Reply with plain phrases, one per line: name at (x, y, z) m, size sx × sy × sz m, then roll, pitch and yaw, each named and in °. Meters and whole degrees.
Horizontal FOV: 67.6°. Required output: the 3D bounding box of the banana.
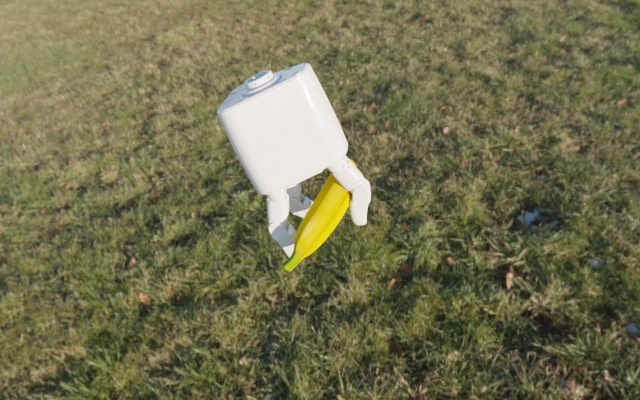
banana at (0.010, -0.002, 0.589) m, size 0.070 × 0.037 × 0.197 m, roll -28°, pitch 23°, yaw 46°
